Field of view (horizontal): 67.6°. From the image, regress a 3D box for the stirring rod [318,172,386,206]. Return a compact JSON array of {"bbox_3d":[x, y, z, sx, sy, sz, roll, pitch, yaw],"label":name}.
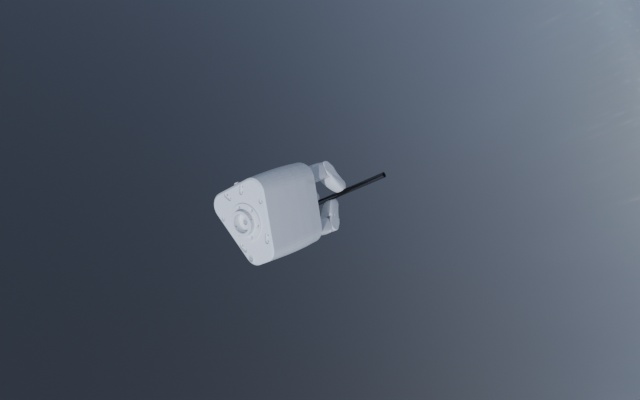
[{"bbox_3d":[0.000,0.003,0.743,0.239,0.011,0.011,-23,-14,36],"label":"stirring rod"}]
